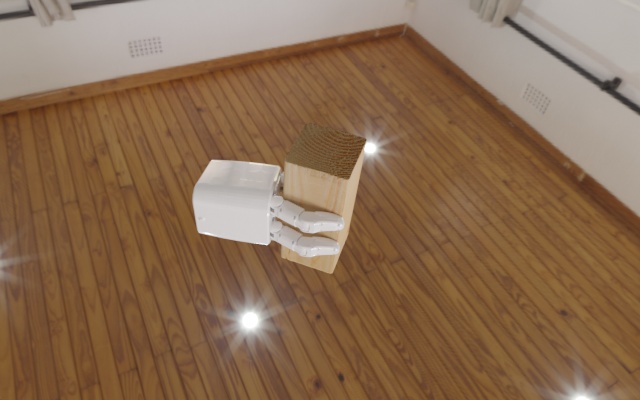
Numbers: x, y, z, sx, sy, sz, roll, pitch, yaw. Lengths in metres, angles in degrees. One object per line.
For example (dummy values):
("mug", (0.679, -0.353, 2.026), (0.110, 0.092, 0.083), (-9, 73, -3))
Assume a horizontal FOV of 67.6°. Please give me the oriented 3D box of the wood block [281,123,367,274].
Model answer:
("wood block", (0.000, 0.002, 0.700), (0.090, 0.090, 0.206), (17, -42, 9))
